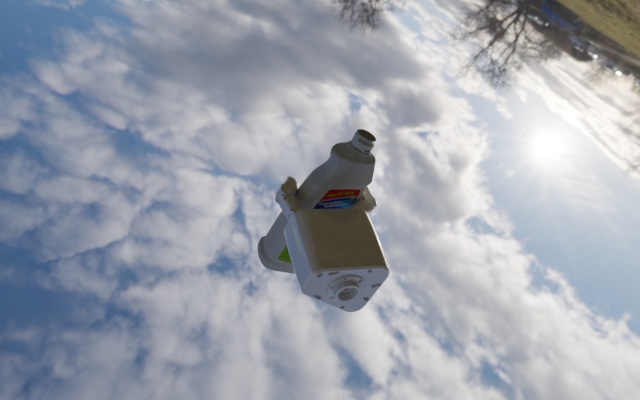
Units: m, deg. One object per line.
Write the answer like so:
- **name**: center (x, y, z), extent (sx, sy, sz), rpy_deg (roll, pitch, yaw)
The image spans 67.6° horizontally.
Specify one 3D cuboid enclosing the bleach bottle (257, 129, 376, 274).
- **bleach bottle**: center (0.000, 0.002, 0.703), extent (0.102, 0.251, 0.068), rpy_deg (13, 35, -27)
